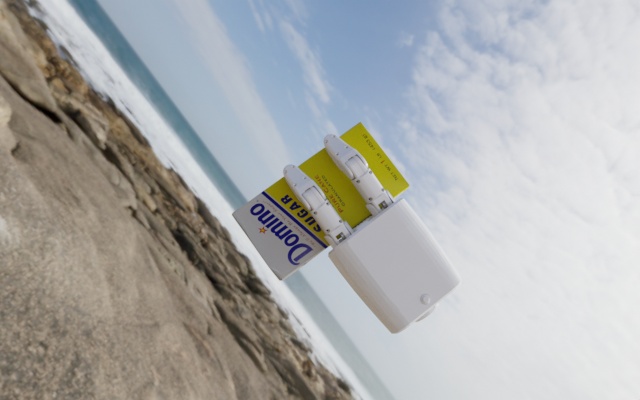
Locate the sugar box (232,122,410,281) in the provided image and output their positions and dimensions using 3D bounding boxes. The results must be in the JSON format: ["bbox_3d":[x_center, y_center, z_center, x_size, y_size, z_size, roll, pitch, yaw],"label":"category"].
[{"bbox_3d":[0.000,0.002,0.533,0.176,0.093,0.048,-36,-7,-7],"label":"sugar box"}]
